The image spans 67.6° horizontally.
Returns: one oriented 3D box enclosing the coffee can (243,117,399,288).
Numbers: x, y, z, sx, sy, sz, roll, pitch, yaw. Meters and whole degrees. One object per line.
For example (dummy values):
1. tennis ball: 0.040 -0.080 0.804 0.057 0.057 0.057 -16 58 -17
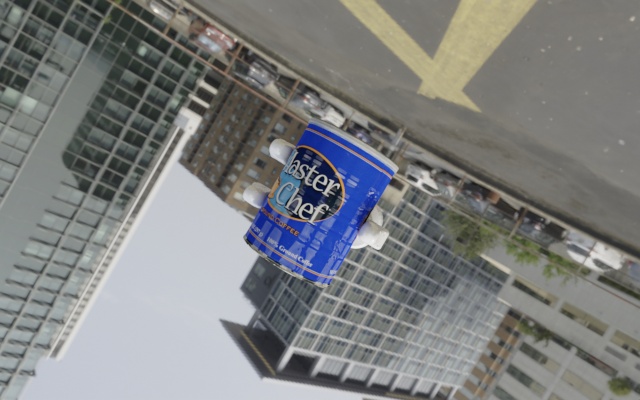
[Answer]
1. coffee can: 0.000 0.001 0.487 0.103 0.140 0.103 30 2 -1
